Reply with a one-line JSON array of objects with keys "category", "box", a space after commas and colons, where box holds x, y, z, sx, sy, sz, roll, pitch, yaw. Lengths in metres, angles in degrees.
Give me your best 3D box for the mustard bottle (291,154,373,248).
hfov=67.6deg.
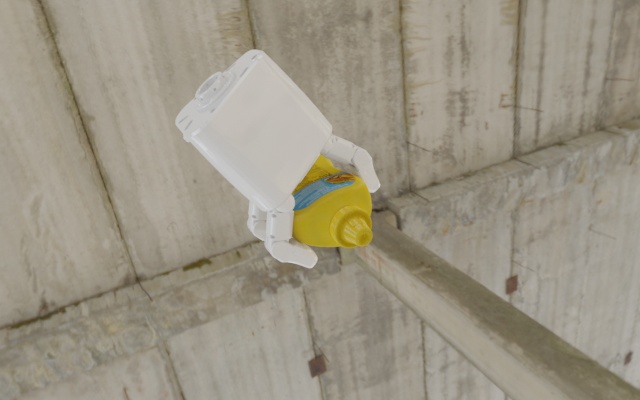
[{"category": "mustard bottle", "box": [0.000, 0.002, 0.518, 0.096, 0.058, 0.191, -26, 29, -16]}]
